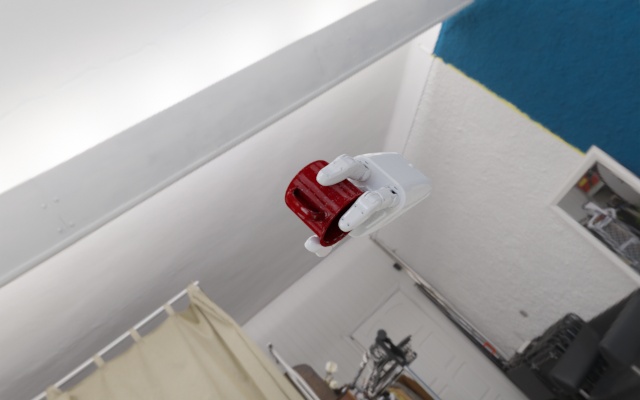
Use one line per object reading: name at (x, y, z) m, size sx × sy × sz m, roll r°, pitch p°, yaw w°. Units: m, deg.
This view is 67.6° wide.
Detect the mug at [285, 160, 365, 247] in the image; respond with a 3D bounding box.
mug at (-0.001, 0.002, 0.622) m, size 0.081 × 0.093 × 0.117 m, roll 43°, pitch 28°, yaw 22°
